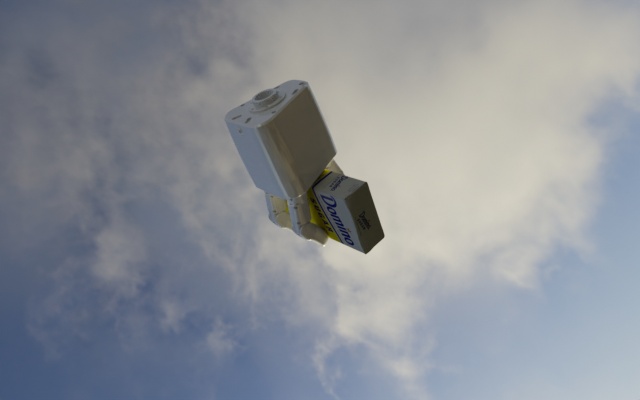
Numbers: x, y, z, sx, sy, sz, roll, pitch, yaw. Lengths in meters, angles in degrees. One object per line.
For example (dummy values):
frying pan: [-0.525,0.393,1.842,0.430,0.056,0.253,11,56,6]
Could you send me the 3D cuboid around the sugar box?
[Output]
sugar box: [0.000,0.002,0.646,0.048,0.093,0.176,-38,36,-23]
